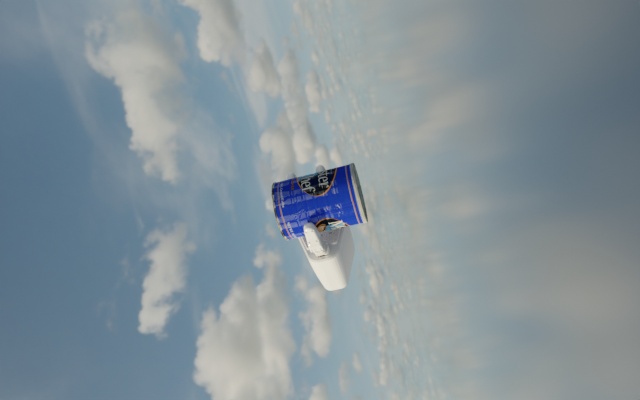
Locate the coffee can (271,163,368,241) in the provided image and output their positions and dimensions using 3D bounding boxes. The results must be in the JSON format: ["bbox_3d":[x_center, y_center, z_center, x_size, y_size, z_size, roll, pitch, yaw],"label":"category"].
[{"bbox_3d":[0.000,0.003,0.804,0.140,0.103,0.103,-13,-2,8],"label":"coffee can"}]
